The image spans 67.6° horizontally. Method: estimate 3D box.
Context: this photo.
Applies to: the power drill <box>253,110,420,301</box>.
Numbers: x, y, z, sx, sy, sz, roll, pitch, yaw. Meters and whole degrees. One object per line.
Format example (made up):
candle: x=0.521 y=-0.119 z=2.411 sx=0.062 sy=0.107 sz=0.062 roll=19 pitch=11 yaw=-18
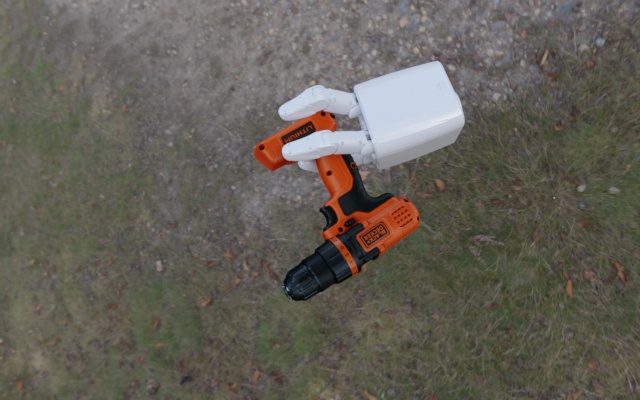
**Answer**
power drill: x=0.000 y=0.001 z=0.566 sx=0.184 sy=0.187 sz=0.057 roll=-32 pitch=-4 yaw=-15
